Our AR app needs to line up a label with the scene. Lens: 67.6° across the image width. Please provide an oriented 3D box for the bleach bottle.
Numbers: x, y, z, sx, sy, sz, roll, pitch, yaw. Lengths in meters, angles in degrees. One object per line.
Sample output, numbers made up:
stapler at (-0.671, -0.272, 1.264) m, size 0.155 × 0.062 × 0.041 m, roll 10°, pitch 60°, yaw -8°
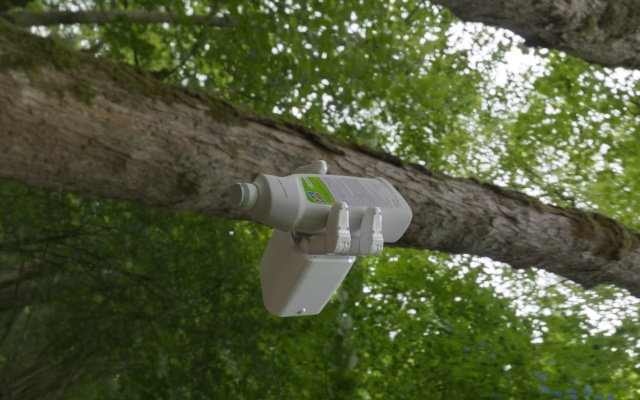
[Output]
bleach bottle at (0.000, 0.002, 0.611) m, size 0.251 × 0.068 × 0.102 m, roll 7°, pitch 32°, yaw -38°
